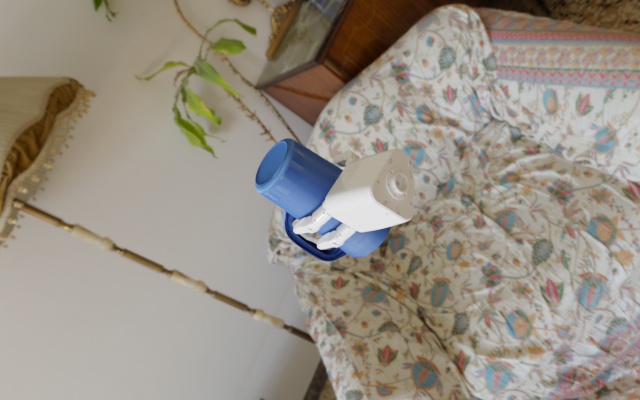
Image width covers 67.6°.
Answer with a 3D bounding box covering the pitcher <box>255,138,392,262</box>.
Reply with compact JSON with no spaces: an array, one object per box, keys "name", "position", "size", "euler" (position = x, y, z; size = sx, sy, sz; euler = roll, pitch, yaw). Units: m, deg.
[{"name":"pitcher","position":[0.000,0.003,0.859],"size":[0.243,0.149,0.145],"euler":[33,-28,-28]}]
